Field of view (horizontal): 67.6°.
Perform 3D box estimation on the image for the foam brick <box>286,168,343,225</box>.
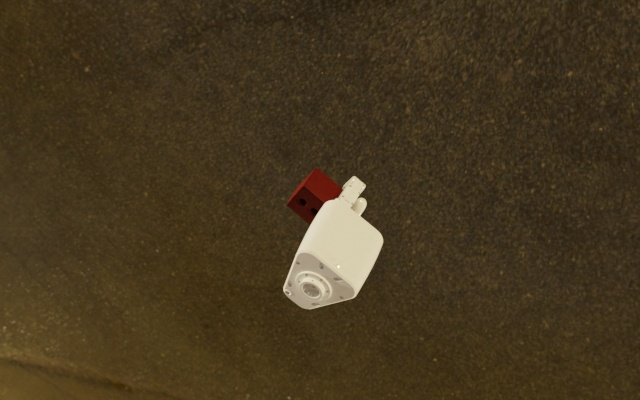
[{"bbox_3d":[0.000,0.002,0.702,0.053,0.078,0.051,-46,7,45],"label":"foam brick"}]
